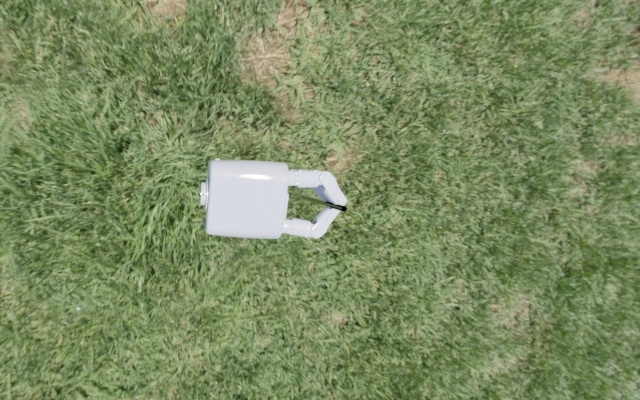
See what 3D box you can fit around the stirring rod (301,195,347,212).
[{"bbox_3d":[0.000,0.003,0.775,0.011,0.011,0.239,0,4,-16],"label":"stirring rod"}]
